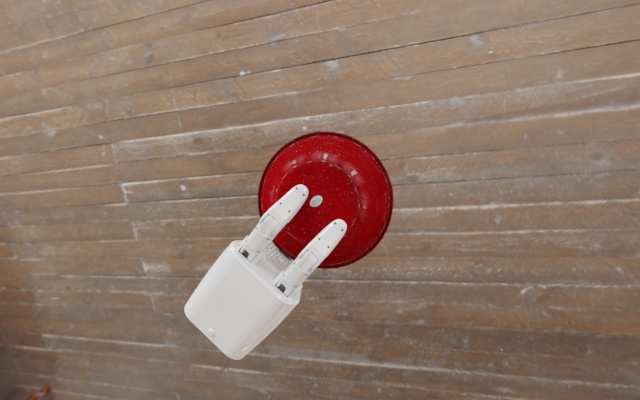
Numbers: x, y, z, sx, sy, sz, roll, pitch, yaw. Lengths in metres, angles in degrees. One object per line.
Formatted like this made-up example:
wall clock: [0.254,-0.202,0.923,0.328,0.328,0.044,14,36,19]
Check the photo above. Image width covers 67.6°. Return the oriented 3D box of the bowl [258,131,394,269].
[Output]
bowl: [0.001,0.001,0.534,0.162,0.162,0.055,0,3,9]
